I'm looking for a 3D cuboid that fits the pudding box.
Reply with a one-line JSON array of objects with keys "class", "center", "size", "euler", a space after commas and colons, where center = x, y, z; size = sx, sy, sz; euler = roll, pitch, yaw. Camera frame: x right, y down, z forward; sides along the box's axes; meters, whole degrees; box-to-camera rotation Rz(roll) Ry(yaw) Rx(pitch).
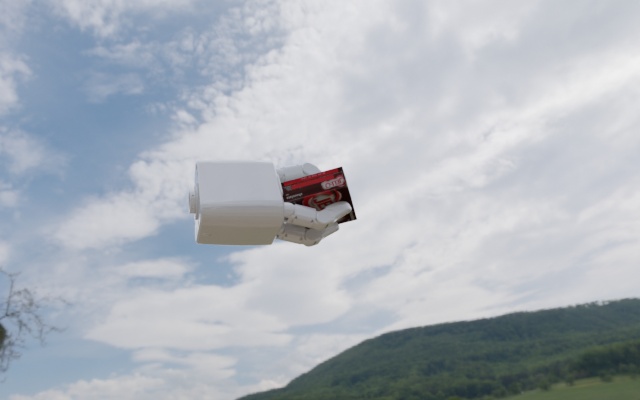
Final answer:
[{"class": "pudding box", "center": [0.000, 0.002, 0.685], "size": [0.090, 0.039, 0.113], "euler": [-14, -26, 5]}]
